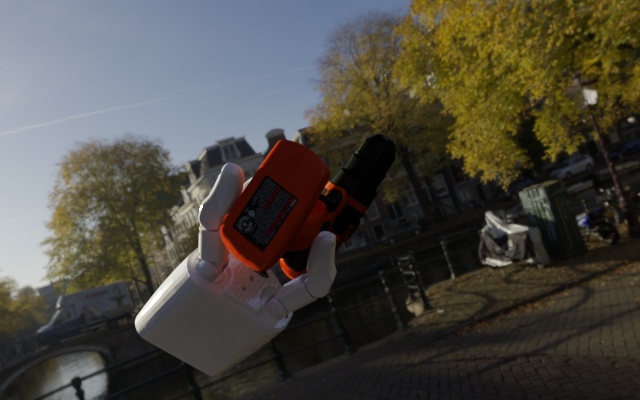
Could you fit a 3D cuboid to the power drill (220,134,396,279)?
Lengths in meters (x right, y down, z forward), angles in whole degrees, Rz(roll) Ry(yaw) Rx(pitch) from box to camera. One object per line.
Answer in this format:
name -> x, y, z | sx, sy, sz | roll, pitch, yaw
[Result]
power drill -> 0.000, 0.002, 0.453 | 0.057, 0.184, 0.188 | 34, 5, 20
